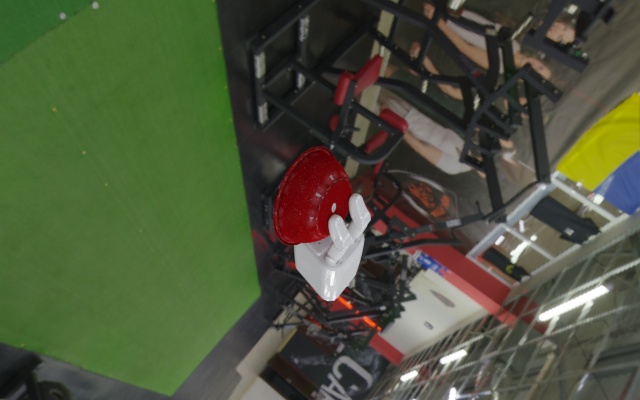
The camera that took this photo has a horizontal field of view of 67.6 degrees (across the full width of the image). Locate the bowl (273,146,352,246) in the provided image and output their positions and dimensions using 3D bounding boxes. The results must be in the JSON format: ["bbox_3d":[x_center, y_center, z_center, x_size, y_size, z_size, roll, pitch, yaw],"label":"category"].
[{"bbox_3d":[0.000,0.002,0.721,0.055,0.162,0.162,22,11,30],"label":"bowl"}]
